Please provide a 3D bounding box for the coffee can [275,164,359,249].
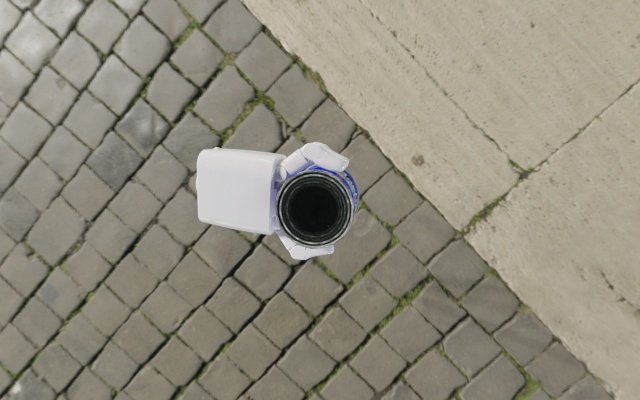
[{"bbox_3d":[0.000,0.002,0.676,0.103,0.103,0.140,0,8,7],"label":"coffee can"}]
